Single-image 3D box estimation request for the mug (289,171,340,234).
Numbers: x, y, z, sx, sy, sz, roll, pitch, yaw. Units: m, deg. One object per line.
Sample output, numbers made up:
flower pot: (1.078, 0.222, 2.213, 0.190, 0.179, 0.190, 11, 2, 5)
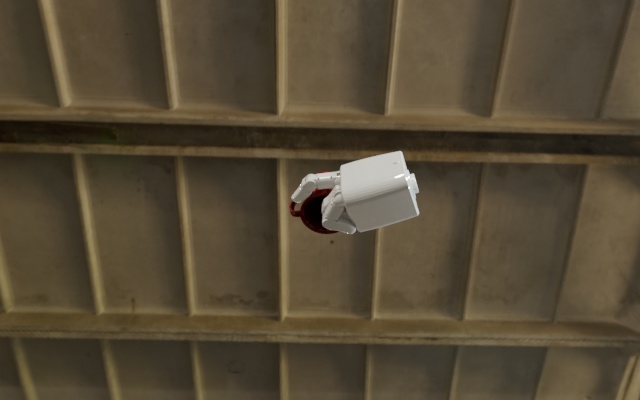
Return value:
mug: (-0.001, 0.003, 0.872, 0.117, 0.093, 0.081, -13, 36, 12)
